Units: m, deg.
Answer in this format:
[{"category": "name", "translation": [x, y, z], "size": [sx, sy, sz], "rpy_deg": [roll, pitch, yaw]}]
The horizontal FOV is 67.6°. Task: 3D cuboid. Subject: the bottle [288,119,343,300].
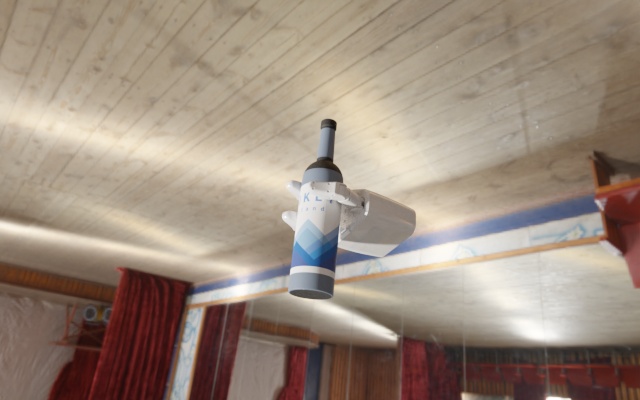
[{"category": "bottle", "translation": [0.000, 0.003, 0.750], "size": [0.069, 0.295, 0.069], "rpy_deg": [5, -23, 2]}]
